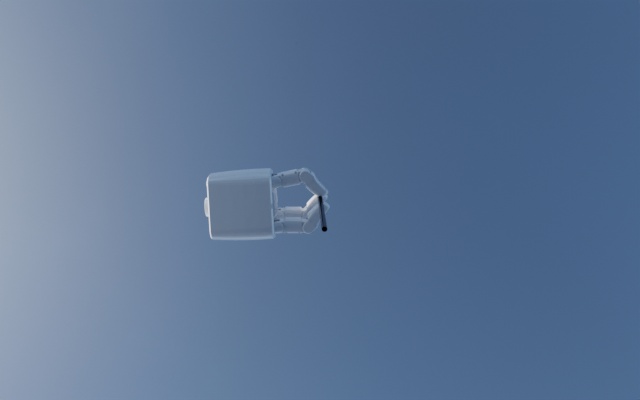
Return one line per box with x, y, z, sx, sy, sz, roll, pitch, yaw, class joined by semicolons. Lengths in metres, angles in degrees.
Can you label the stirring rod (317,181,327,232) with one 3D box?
0.000;0.003;0.781;0.011;0.011;0.239;0;18;-3;stirring rod
